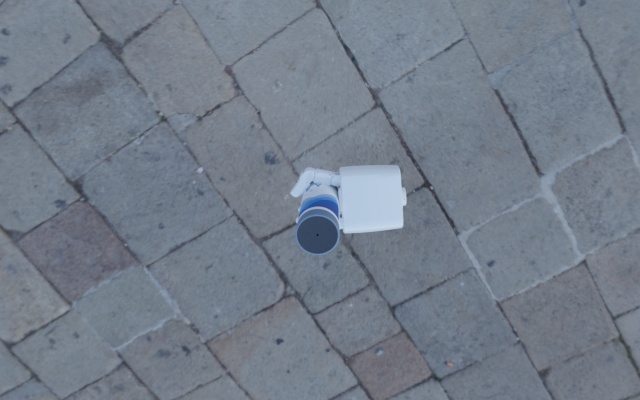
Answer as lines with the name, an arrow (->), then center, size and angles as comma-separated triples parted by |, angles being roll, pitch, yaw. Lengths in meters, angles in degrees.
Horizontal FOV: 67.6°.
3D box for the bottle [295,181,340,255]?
bottle -> 0.000, 0.003, 0.851 | 0.069, 0.069, 0.295 | 0, 20, 2
